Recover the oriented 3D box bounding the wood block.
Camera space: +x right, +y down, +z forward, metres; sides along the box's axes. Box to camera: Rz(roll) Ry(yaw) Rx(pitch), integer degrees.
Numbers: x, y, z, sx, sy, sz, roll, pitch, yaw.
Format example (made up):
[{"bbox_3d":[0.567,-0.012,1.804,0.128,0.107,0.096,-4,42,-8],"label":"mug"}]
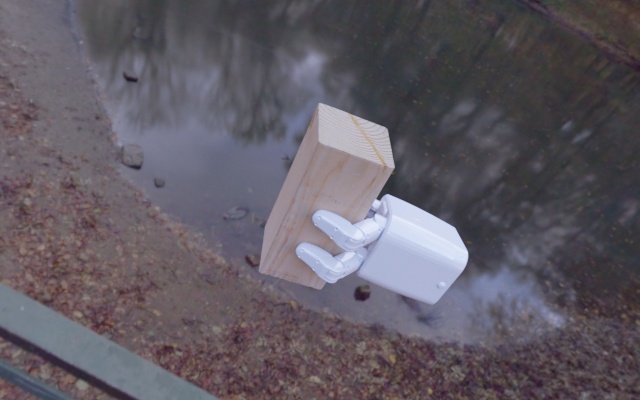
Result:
[{"bbox_3d":[0.001,0.002,0.584,0.090,0.206,0.090,18,36,-13],"label":"wood block"}]
